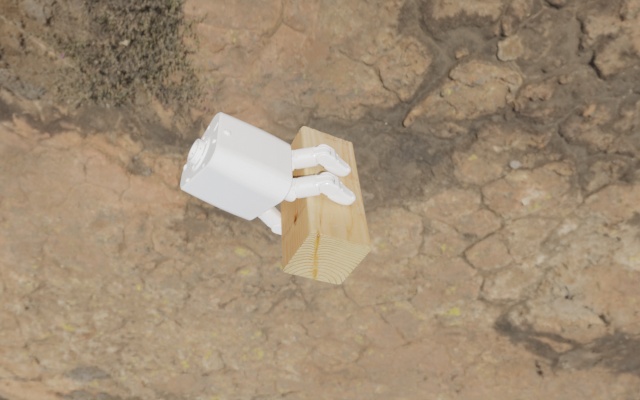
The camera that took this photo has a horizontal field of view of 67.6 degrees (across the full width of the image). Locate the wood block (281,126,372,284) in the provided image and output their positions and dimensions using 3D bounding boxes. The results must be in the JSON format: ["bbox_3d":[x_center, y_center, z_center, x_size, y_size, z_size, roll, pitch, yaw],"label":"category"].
[{"bbox_3d":[0.000,0.002,0.682,0.090,0.206,0.091,16,-47,-22],"label":"wood block"}]
